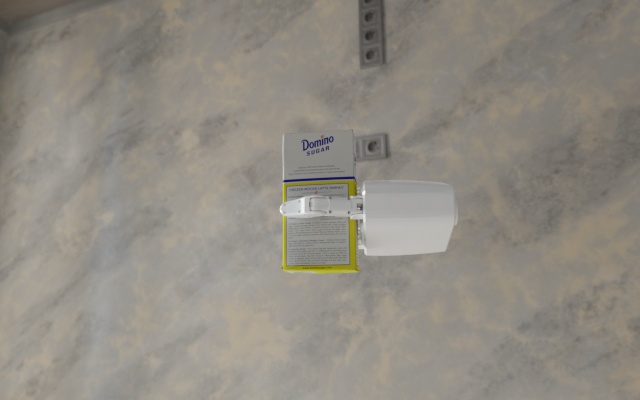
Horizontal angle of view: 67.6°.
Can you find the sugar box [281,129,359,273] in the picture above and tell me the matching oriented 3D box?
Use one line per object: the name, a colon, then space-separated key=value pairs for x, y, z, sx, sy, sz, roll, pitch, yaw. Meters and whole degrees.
sugar box: x=0.000 y=0.002 z=0.603 sx=0.093 sy=0.176 sz=0.048 roll=-2 pitch=-13 yaw=9
